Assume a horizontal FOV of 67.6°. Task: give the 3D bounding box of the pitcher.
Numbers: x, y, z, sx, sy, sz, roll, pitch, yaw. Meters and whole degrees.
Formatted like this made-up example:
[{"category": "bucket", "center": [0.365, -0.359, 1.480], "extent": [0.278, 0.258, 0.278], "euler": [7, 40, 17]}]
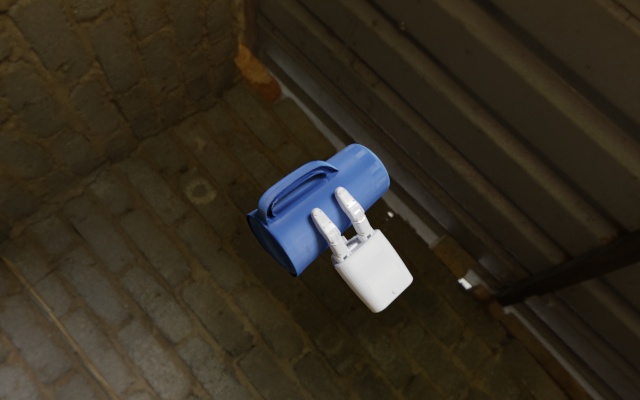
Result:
[{"category": "pitcher", "center": [0.000, 0.003, 0.823], "extent": [0.243, 0.145, 0.149], "euler": [-39, 6, -18]}]
